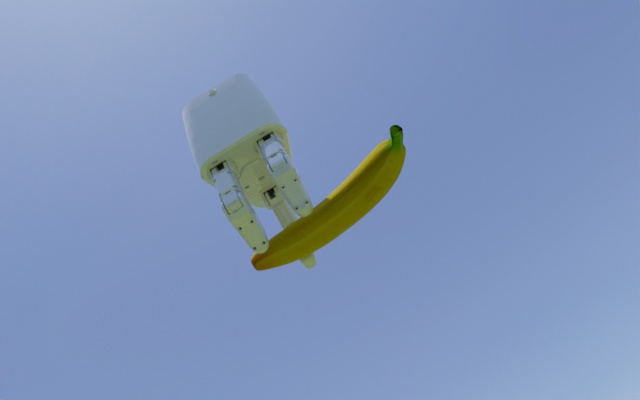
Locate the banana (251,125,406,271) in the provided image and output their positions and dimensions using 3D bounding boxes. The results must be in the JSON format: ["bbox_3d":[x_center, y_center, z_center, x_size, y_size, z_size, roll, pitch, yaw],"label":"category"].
[{"bbox_3d":[0.014,0.004,0.453,0.198,0.037,0.070,-45,-38,22],"label":"banana"}]
